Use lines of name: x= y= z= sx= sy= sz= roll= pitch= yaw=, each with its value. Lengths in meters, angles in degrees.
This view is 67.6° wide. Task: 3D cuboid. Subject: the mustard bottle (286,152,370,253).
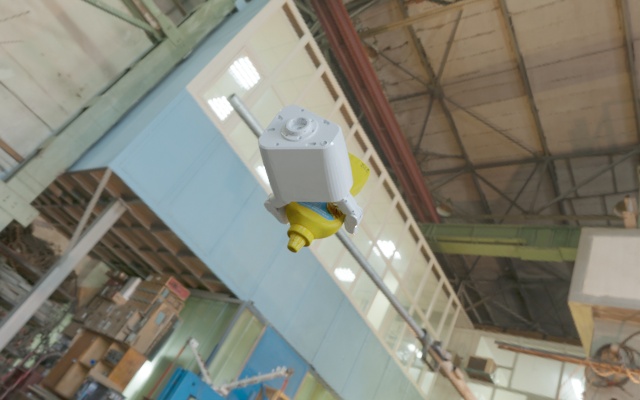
mustard bottle: x=0.000 y=0.002 z=0.756 sx=0.096 sy=0.191 sz=0.058 roll=29 pitch=-32 yaw=4
